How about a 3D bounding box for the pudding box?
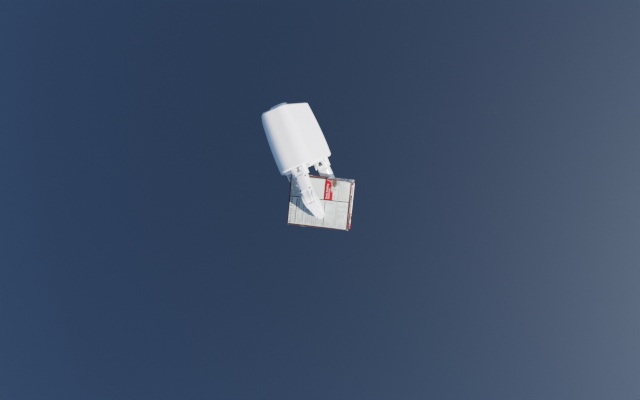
[{"bbox_3d":[0.000,0.003,0.847,0.113,0.090,0.039,7,7,10],"label":"pudding box"}]
